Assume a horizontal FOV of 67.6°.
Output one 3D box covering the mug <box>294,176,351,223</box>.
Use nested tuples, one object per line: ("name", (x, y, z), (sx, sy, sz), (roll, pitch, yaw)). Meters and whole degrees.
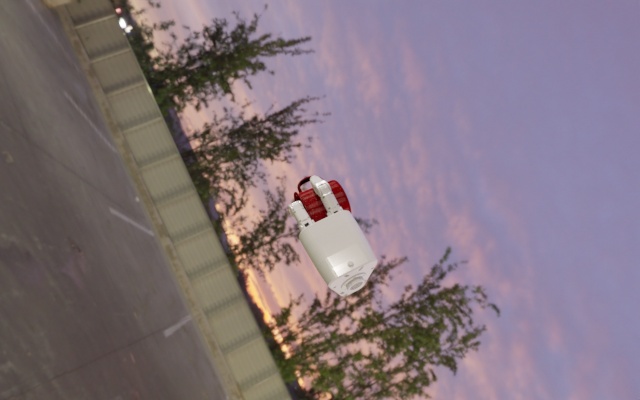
("mug", (0.000, 0.002, 0.898), (0.081, 0.117, 0.093), (-23, -27, -13))
